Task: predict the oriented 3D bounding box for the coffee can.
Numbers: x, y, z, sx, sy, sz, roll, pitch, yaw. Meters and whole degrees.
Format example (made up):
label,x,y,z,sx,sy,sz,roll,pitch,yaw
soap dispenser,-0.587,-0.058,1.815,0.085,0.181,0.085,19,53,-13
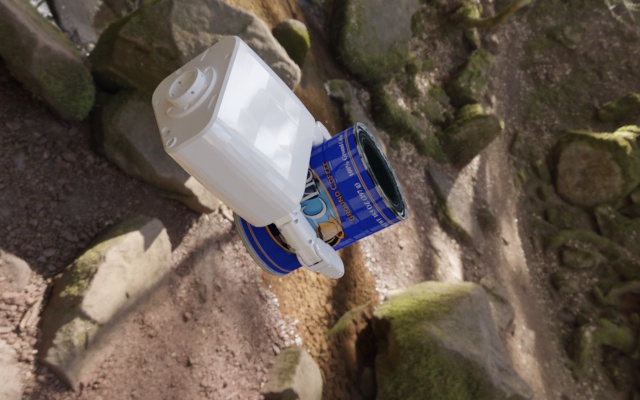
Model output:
label,x,y,z,sx,sy,sz,roll,pitch,yaw
coffee can,0.000,0.002,0.470,0.140,0.103,0.103,-27,-9,19
